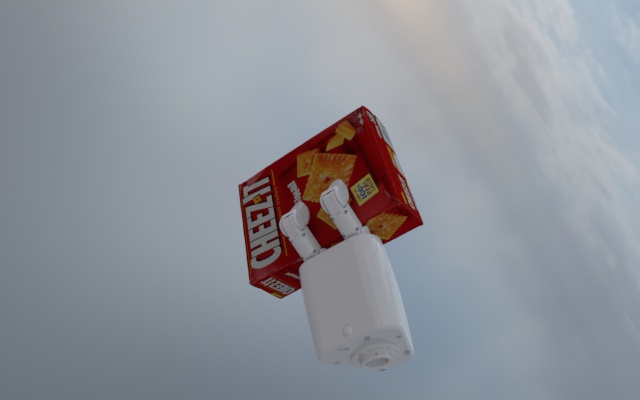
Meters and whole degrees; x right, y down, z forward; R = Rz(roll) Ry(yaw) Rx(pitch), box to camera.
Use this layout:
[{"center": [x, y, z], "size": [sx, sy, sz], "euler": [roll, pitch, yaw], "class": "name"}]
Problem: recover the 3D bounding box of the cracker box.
[{"center": [0.000, 0.002, 0.602], "size": [0.214, 0.164, 0.072], "euler": [-30, -40, 20], "class": "cracker box"}]
